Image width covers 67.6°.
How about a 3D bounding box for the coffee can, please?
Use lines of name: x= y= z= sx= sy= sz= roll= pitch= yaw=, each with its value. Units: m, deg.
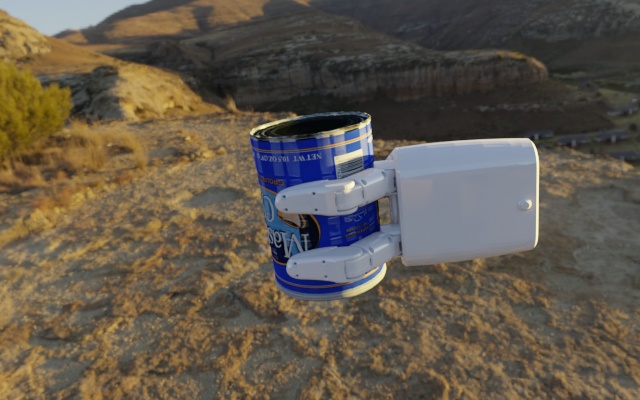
coffee can: x=0.000 y=0.002 z=0.420 sx=0.103 sy=0.140 sz=0.102 roll=-7 pitch=18 yaw=2
